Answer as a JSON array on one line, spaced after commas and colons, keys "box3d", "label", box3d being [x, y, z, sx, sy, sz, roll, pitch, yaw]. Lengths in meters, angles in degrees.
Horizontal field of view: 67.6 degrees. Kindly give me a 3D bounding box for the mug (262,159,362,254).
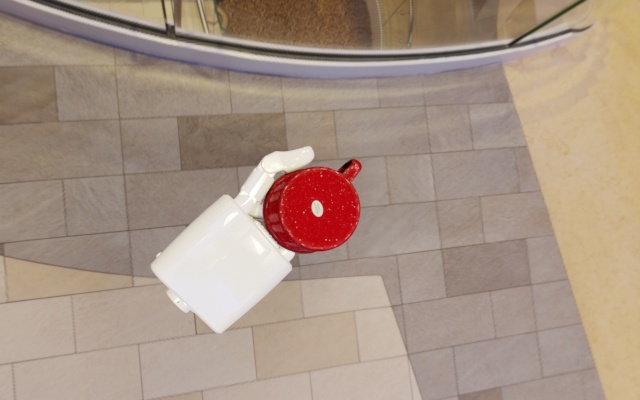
[{"box3d": [0.001, 0.001, 0.488, 0.117, 0.093, 0.081, -44, 7, -11], "label": "mug"}]
